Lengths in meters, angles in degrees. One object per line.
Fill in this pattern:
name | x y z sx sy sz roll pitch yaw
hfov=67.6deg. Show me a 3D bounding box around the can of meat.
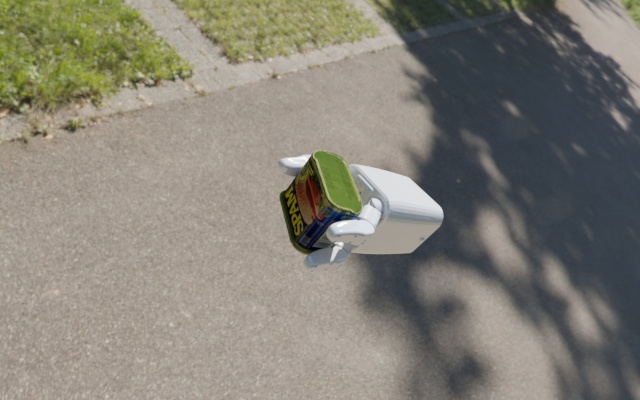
can of meat | 0.000 0.002 0.577 0.057 0.102 0.084 11 -46 -32
